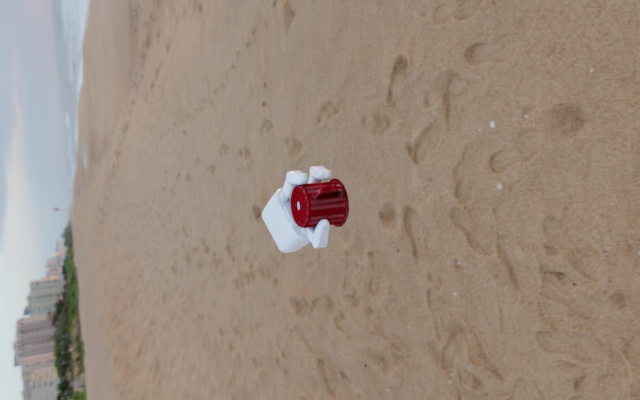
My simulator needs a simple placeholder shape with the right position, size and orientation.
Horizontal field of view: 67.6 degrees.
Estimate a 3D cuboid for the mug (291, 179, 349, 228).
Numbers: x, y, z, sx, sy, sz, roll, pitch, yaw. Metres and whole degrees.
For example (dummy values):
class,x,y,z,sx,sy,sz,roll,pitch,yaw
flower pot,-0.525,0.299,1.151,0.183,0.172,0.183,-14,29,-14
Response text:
class,x,y,z,sx,sy,sz,roll,pitch,yaw
mug,0.001,0.002,0.882,0.081,0.093,0.117,-6,-21,-27
